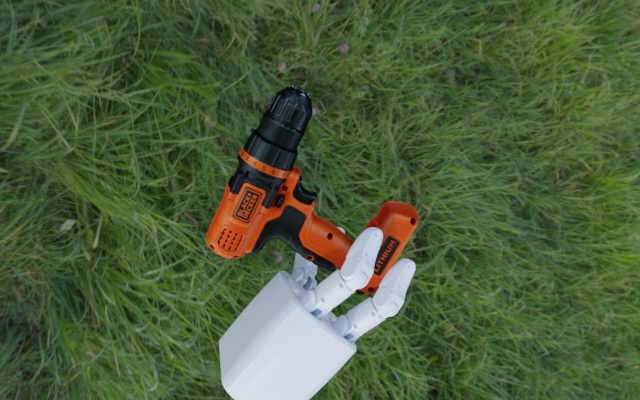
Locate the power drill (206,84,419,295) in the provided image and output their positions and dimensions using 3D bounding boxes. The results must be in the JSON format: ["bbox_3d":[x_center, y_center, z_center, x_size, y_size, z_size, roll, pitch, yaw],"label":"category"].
[{"bbox_3d":[0.000,0.002,0.483,0.187,0.184,0.057,25,17,-11],"label":"power drill"}]
